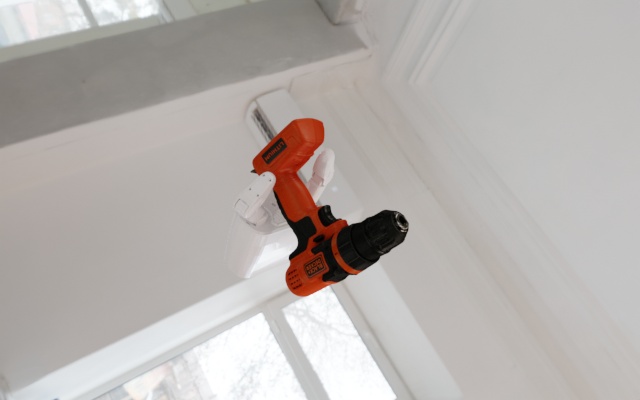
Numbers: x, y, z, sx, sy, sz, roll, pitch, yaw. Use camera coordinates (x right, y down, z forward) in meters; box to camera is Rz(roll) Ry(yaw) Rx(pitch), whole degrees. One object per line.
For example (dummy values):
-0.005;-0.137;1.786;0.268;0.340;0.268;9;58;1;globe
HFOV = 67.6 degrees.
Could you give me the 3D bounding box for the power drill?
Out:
0.000;0.002;0.554;0.057;0.187;0.184;-3;-25;-47;power drill
